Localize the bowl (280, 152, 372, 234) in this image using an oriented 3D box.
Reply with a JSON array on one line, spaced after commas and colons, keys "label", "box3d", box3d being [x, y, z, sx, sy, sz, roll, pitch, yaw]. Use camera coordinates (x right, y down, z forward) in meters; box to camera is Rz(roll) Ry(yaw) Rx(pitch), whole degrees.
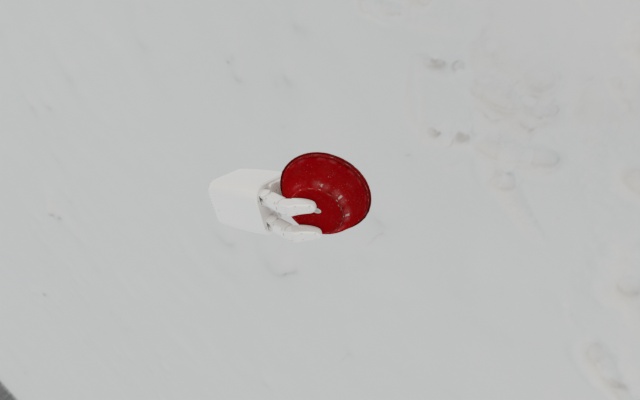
[{"label": "bowl", "box3d": [0.001, 0.003, 0.786, 0.162, 0.162, 0.055, 0, 36, 21]}]
